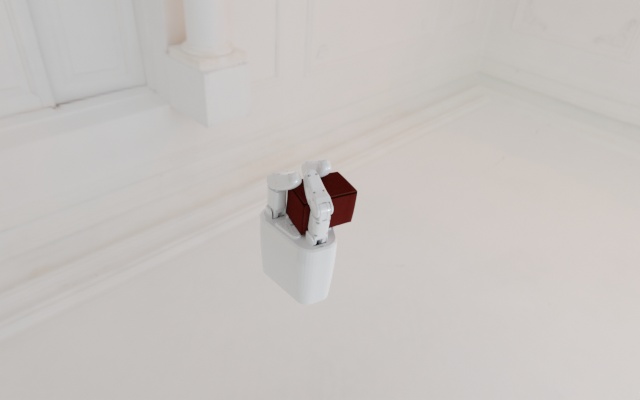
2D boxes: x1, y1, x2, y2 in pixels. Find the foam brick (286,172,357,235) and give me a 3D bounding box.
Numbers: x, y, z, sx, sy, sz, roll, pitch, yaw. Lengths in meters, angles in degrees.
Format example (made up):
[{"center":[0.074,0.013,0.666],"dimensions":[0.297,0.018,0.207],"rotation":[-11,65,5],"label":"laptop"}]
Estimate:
[{"center":[0.000,0.002,0.628],"dimensions":[0.078,0.051,0.053],"rotation":[-13,40,-24],"label":"foam brick"}]
